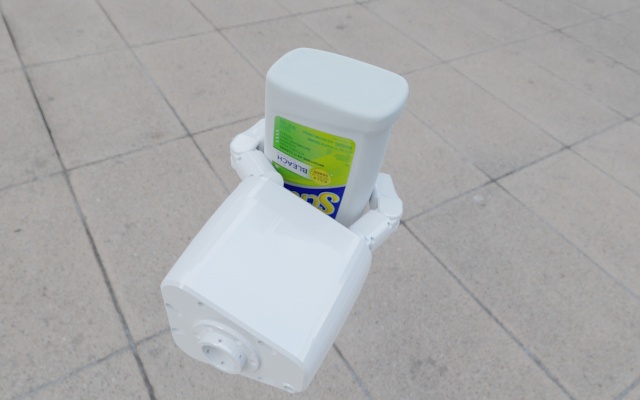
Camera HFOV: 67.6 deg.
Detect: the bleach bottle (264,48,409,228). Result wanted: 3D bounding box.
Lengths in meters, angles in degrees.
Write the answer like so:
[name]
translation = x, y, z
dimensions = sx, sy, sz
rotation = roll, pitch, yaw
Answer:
[bleach bottle]
translation = 0.000, 0.001, 0.421
dimensions = 0.102, 0.251, 0.068
rotation = 22, 47, 15
